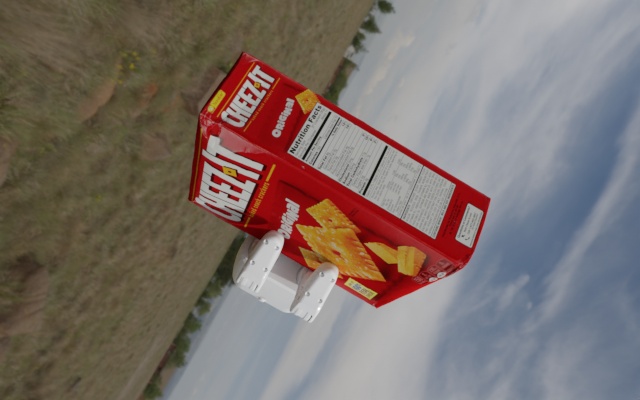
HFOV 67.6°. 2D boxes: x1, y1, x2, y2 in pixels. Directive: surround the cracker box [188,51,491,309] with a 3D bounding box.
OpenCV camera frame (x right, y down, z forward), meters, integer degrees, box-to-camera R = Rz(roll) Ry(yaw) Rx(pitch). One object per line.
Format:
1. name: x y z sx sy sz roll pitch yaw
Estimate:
1. cracker box: 0.000 0.001 0.401 0.214 0.072 0.164 30 -28 -5
